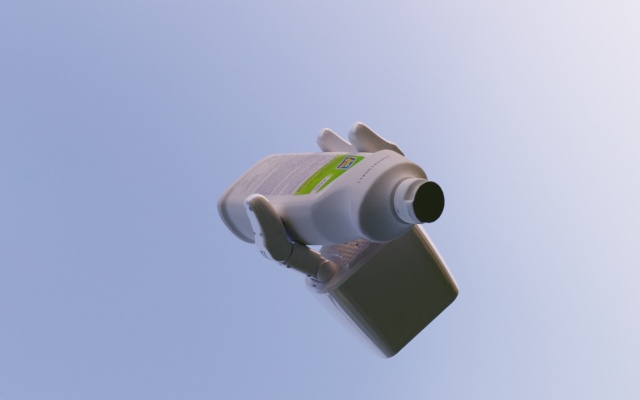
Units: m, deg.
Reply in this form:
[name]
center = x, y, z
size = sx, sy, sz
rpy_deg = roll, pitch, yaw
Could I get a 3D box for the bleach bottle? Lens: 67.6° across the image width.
[bleach bottle]
center = 0.000, 0.001, 0.415
size = 0.102, 0.068, 0.251
rpy_deg = -47, 24, -21
